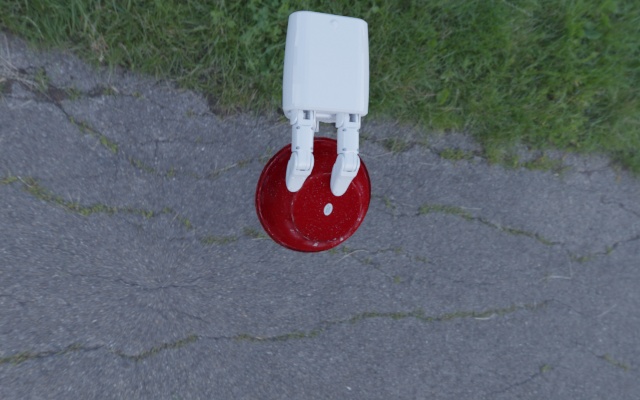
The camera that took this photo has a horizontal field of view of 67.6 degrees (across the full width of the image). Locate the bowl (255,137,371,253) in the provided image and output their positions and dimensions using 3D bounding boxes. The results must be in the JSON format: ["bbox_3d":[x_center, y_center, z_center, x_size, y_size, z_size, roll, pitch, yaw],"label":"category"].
[{"bbox_3d":[0.000,0.003,0.615,0.162,0.162,0.055,0,17,-18],"label":"bowl"}]
